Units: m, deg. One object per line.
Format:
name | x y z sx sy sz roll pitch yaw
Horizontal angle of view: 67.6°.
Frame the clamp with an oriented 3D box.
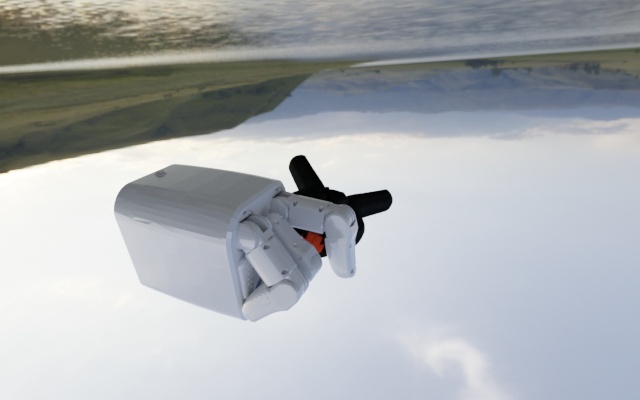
clamp | 0.000 0.002 0.469 0.120 0.039 0.171 21 23 13
